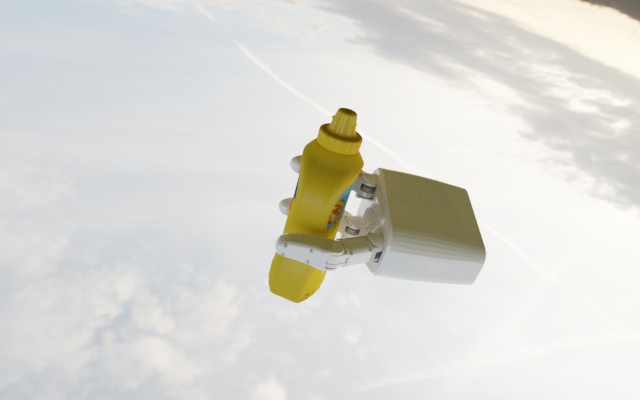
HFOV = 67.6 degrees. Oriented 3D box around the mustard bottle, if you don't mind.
[{"bbox_3d":[0.000,0.002,0.466,0.058,0.192,0.096,22,30,8],"label":"mustard bottle"}]
